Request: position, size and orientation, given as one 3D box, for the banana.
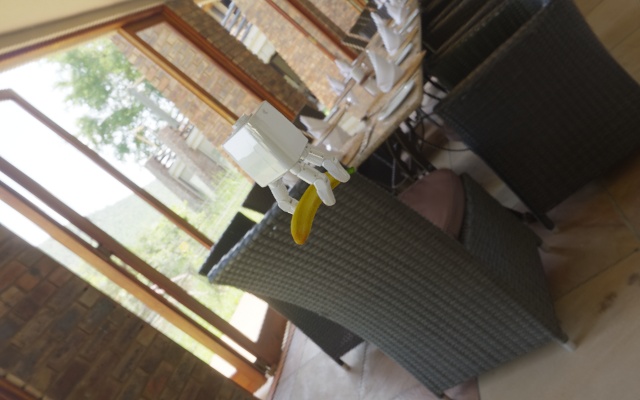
[{"bbox_3d":[-0.010,0.003,0.868,0.069,0.037,0.197,-13,35,49],"label":"banana"}]
